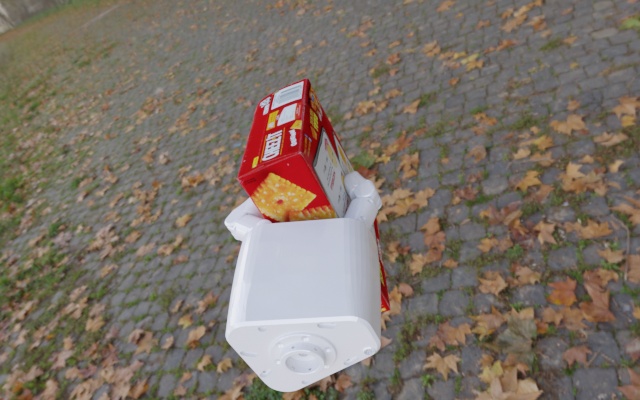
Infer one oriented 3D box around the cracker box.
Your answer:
[{"bbox_3d":[0.000,0.002,0.515,0.072,0.214,0.164,-20,34,14],"label":"cracker box"}]
